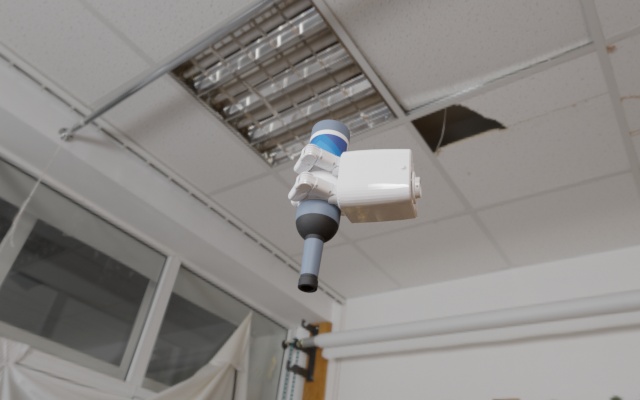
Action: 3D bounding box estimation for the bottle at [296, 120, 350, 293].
[{"bbox_3d":[0.000,0.002,0.737,0.069,0.295,0.069,6,-36,4],"label":"bottle"}]
